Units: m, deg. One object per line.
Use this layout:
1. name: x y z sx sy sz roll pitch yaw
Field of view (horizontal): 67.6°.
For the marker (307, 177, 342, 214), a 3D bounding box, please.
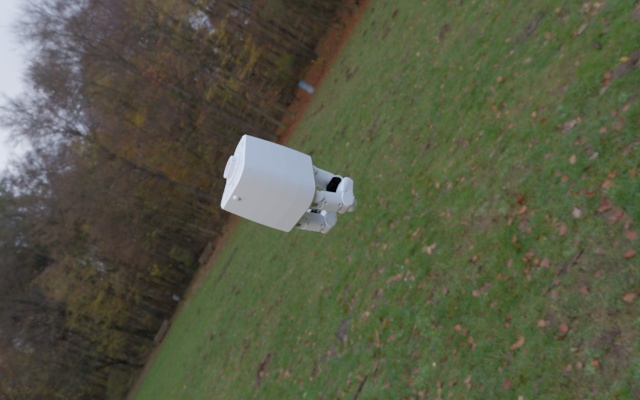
1. marker: 0.000 0.002 0.744 0.020 0.020 0.121 0 -34 -33
